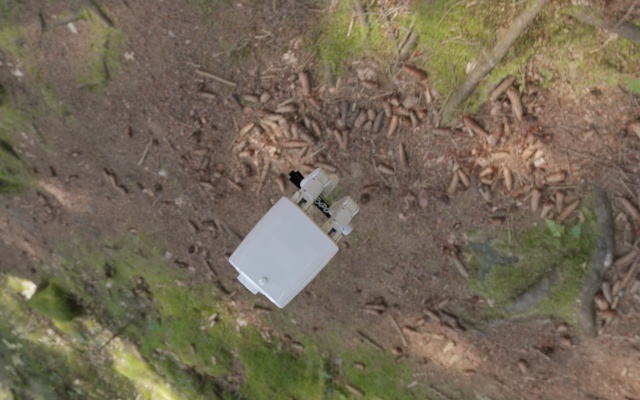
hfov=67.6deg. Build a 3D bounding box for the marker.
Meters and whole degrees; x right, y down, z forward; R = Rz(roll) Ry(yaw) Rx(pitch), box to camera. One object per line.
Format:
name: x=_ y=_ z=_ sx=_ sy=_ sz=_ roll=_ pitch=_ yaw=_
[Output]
marker: x=0.000 y=0.002 z=0.681 sx=0.121 sy=0.020 sz=0.020 roll=44 pitch=-12 yaw=-12
